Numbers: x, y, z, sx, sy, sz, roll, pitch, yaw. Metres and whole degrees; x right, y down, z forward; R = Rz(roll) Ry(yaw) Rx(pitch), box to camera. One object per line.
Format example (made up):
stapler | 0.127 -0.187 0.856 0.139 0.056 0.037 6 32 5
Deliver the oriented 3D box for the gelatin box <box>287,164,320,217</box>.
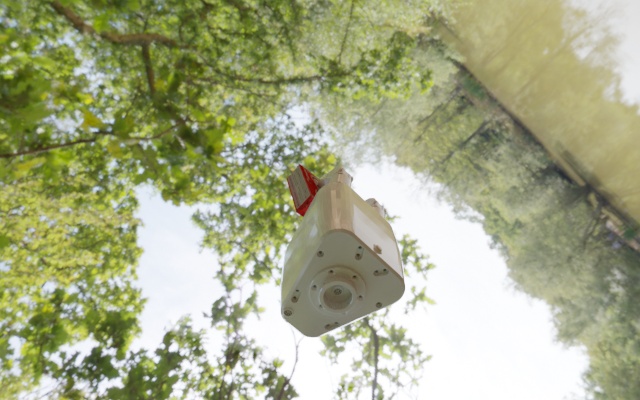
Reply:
gelatin box | 0.000 0.002 0.577 0.073 0.030 0.089 36 15 -27
